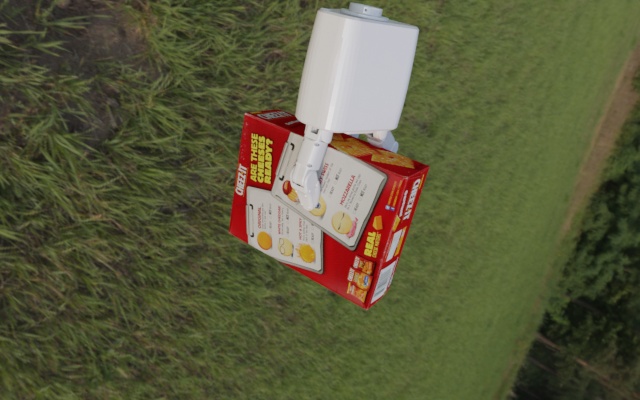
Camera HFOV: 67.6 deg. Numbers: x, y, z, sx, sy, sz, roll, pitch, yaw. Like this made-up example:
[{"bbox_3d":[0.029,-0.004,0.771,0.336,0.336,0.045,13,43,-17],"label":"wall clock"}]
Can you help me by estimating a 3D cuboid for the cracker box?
[{"bbox_3d":[0.000,0.002,0.563,0.213,0.164,0.072,25,26,27],"label":"cracker box"}]
